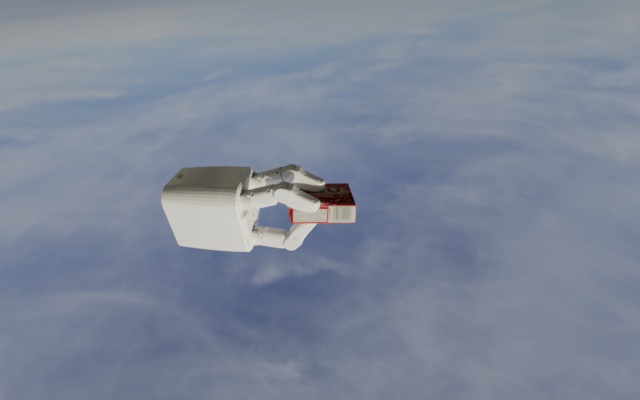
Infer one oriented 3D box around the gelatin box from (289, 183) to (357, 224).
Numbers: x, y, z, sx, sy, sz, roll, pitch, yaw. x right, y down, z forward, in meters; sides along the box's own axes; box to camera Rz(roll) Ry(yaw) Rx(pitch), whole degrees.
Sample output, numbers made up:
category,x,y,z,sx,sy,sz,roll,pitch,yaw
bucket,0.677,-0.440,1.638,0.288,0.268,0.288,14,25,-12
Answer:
category,x,y,z,sx,sy,sz,roll,pitch,yaw
gelatin box,0.000,0.003,0.656,0.089,0.030,0.073,0,26,-6
